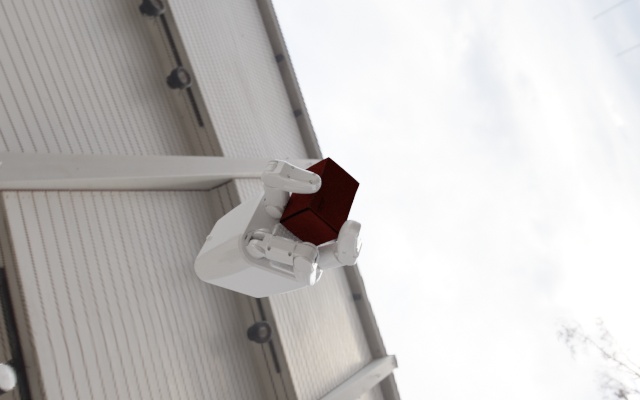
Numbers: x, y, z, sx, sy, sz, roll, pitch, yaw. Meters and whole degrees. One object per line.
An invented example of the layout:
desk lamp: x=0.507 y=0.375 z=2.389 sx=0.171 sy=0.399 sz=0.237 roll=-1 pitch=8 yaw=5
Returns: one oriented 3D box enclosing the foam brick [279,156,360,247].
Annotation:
foam brick: x=0.000 y=0.002 z=0.523 sx=0.053 sy=0.078 sz=0.051 roll=41 pitch=-42 yaw=-22
